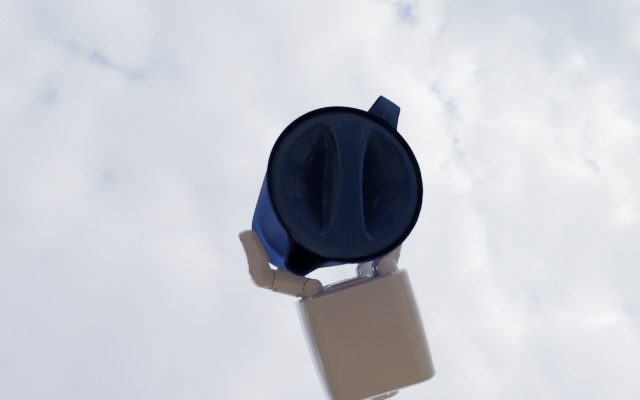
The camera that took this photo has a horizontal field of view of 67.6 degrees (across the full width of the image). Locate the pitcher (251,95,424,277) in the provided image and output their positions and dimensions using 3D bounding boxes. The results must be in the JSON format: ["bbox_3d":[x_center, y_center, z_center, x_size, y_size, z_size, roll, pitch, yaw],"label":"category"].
[{"bbox_3d":[0.000,0.002,0.496,0.149,0.145,0.243,-14,-9,-17],"label":"pitcher"}]
